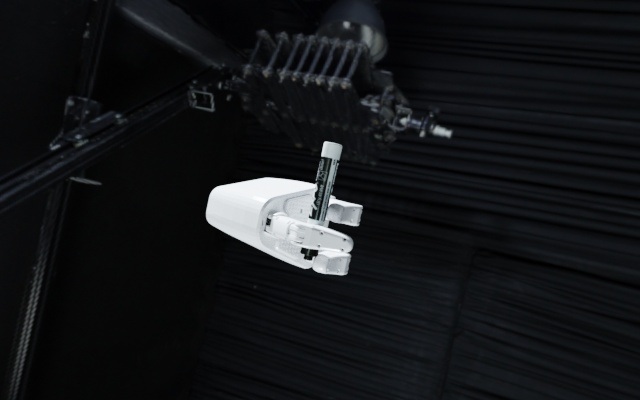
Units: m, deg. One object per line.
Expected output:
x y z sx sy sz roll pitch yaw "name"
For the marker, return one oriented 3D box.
0.000 0.002 0.484 0.020 0.121 0.020 12 2 0 "marker"
